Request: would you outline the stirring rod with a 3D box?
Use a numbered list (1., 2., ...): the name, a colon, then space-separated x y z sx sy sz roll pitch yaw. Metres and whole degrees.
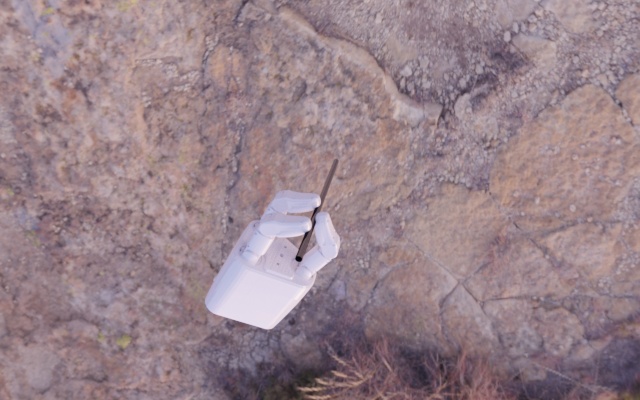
1. stirring rod: 0.000 0.002 0.607 0.011 0.011 0.239 0 30 13
